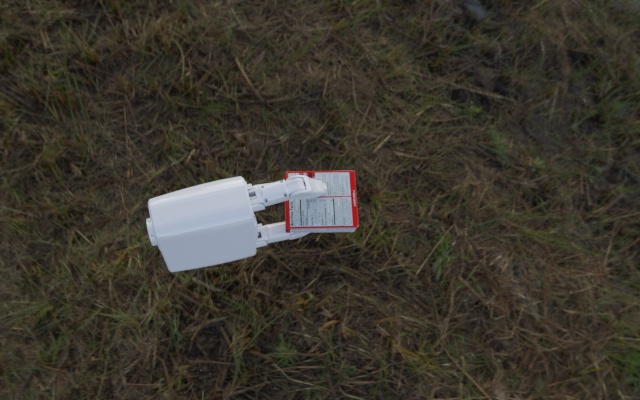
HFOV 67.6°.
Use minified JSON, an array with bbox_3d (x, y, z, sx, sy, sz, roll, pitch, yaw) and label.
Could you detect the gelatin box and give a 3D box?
[{"bbox_3d":[0.000,0.002,0.588,0.089,0.073,0.030,-1,-17,-6],"label":"gelatin box"}]
